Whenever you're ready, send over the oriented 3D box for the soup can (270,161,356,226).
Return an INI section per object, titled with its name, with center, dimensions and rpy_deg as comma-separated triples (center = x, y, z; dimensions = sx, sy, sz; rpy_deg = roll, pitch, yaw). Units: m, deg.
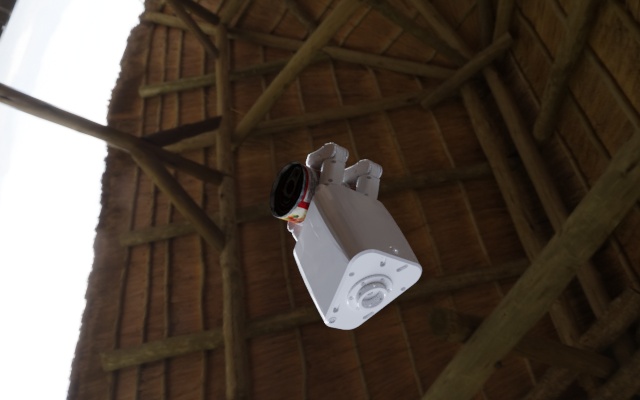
[soup can]
center = 0.000, 0.002, 0.571
dimensions = 0.102, 0.068, 0.068
rpy_deg = 21, -12, -34
